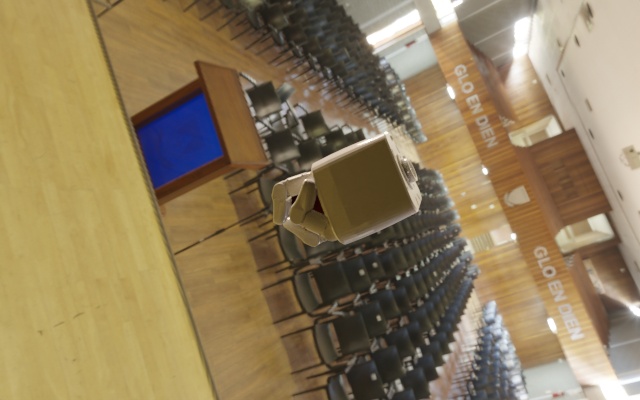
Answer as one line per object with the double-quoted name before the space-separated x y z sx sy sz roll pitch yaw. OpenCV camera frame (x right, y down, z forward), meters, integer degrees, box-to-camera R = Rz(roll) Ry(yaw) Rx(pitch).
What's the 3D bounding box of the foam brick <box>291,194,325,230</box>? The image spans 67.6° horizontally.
"foam brick" 0.000 0.002 0.684 0.051 0.053 0.078 -25 5 19
